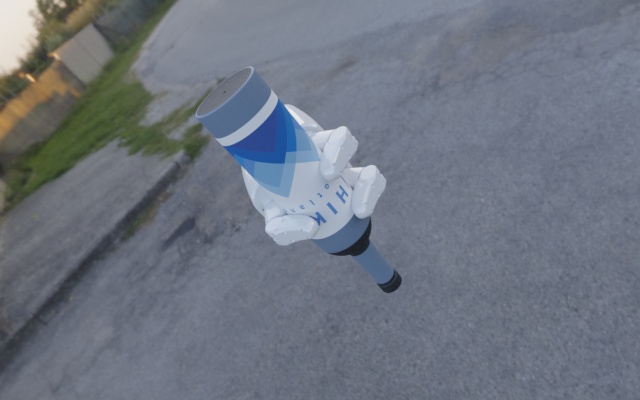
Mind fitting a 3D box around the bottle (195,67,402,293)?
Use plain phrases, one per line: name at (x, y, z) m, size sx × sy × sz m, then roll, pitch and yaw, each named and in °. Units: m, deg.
bottle at (0.000, 0.001, 0.487) m, size 0.069 × 0.069 × 0.296 m, roll 0°, pitch -41°, yaw 49°
